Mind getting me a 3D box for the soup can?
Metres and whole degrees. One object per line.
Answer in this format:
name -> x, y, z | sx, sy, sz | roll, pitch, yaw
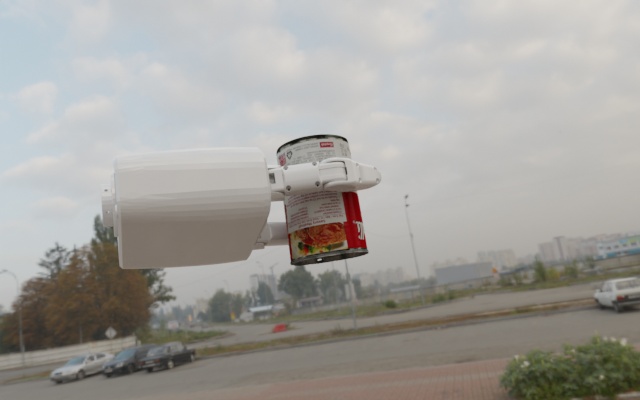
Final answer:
soup can -> 0.001, 0.001, 0.418 | 0.068, 0.102, 0.068 | -9, -12, -2
